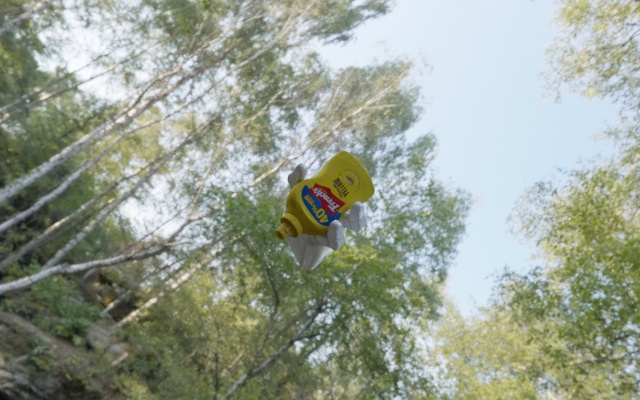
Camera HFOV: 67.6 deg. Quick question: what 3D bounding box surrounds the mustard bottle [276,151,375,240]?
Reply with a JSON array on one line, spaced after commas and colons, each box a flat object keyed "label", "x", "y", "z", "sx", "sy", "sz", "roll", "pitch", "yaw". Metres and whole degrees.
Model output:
[{"label": "mustard bottle", "x": 0.000, "y": 0.002, "z": 0.796, "sx": 0.191, "sy": 0.096, "sz": 0.058, "roll": -39, "pitch": 6, "yaw": -29}]
